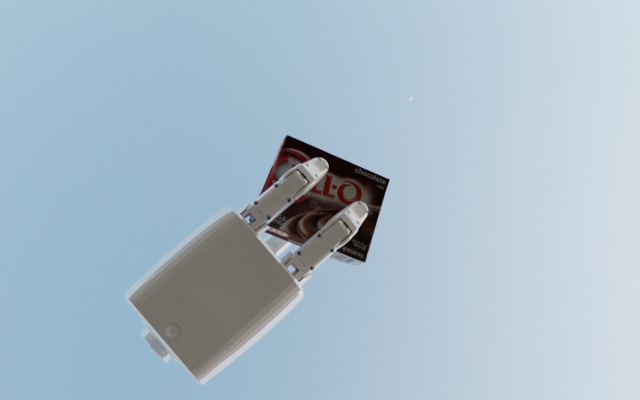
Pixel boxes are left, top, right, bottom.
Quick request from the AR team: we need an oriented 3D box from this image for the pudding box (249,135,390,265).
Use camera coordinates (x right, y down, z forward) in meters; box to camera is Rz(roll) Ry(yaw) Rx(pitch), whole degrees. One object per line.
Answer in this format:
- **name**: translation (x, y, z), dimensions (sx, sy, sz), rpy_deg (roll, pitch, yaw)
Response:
- **pudding box**: translation (0.000, 0.002, 0.457), dimensions (0.113, 0.090, 0.039), rpy_deg (23, -21, -10)
